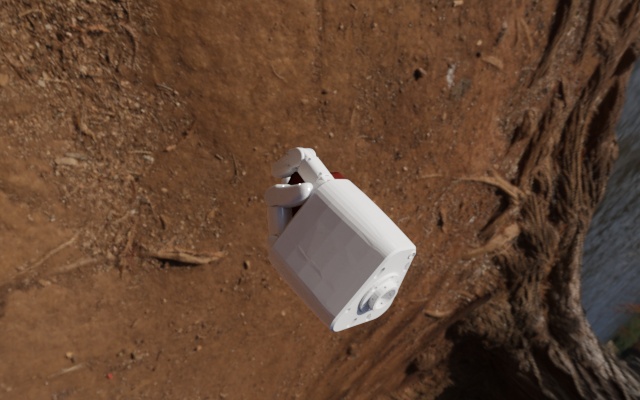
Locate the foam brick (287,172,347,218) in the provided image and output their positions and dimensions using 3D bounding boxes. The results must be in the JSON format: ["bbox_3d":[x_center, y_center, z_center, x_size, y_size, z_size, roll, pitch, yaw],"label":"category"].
[{"bbox_3d":[0.000,0.002,0.547,0.078,0.053,0.051,-3,38,-47],"label":"foam brick"}]
